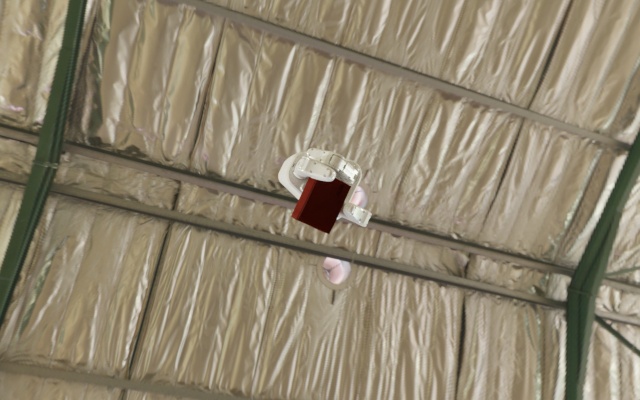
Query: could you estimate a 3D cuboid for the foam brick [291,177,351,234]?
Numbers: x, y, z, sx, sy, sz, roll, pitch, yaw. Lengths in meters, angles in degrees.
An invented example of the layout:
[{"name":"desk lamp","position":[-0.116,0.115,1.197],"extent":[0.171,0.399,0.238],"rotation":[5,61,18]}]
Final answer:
[{"name":"foam brick","position":[0.000,0.002,0.687],"extent":[0.053,0.078,0.051],"rotation":[27,-5,-14]}]
